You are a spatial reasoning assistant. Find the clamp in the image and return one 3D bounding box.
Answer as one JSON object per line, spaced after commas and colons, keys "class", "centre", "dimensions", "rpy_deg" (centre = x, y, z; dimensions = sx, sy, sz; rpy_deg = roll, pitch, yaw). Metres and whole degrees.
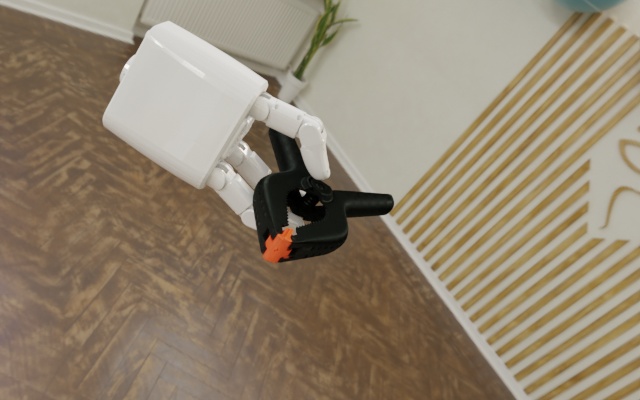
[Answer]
{"class": "clamp", "centre": [0.000, 0.001, 0.464], "dimensions": [0.164, 0.036, 0.210], "rpy_deg": [31, 28, -7]}
